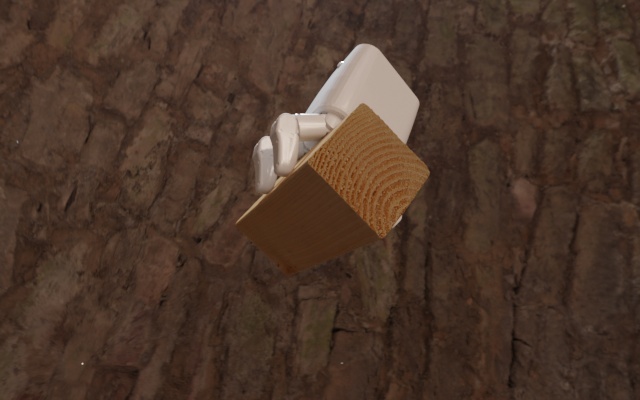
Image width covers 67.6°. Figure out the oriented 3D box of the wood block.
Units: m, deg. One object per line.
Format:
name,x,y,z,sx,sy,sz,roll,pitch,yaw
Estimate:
wood block,0.000,0.002,0.488,0.090,0.091,0.206,-49,8,-30
